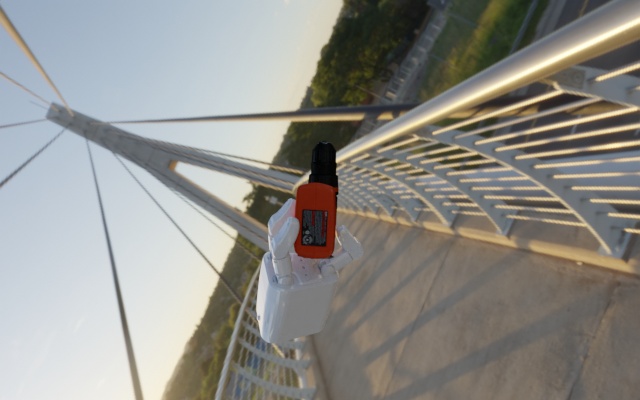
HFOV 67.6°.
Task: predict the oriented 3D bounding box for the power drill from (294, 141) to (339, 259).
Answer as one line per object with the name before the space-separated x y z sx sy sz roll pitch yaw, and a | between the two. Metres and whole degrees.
power drill | 0.000 0.003 0.729 0.057 0.184 0.187 1 7 5
